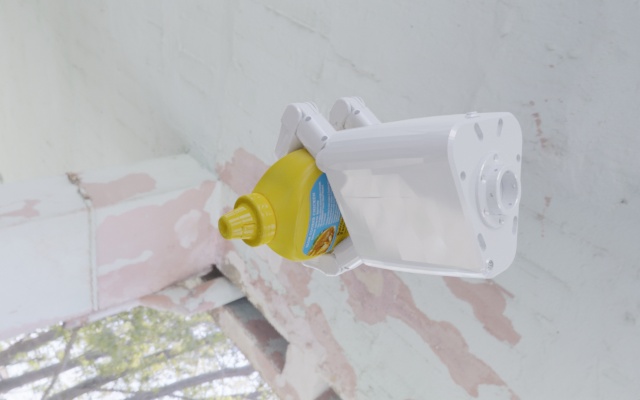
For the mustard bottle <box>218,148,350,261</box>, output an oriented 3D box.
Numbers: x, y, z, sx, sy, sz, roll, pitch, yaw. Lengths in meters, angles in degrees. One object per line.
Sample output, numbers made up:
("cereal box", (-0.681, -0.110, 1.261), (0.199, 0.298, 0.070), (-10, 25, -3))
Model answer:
("mustard bottle", (0.000, 0.001, 0.410), (0.191, 0.096, 0.058), (-16, 36, -41))
